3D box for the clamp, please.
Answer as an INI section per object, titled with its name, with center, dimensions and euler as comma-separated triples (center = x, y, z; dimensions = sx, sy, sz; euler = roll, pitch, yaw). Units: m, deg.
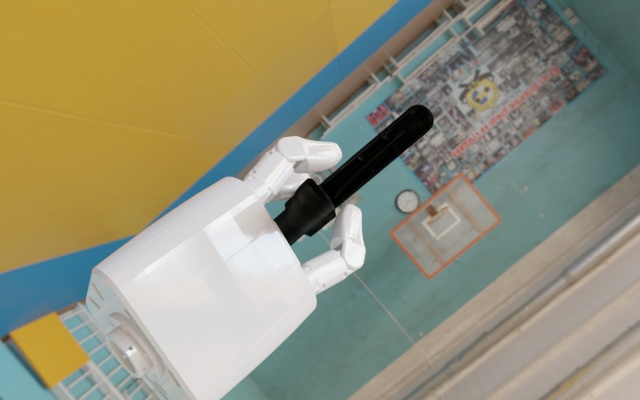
[clamp]
center = 0.000, 0.002, 0.404
dimensions = 0.164, 0.036, 0.210
euler = -37, -3, -37
